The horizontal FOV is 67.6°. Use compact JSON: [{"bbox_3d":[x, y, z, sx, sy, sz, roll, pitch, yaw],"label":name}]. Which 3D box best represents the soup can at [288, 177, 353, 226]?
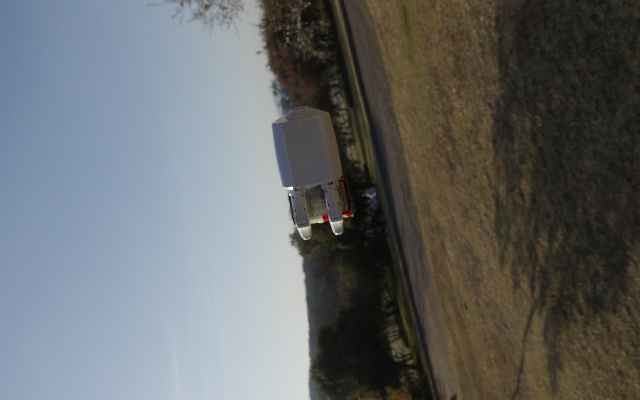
[{"bbox_3d":[0.000,0.003,0.816,0.102,0.068,0.068,-10,0,1],"label":"soup can"}]
